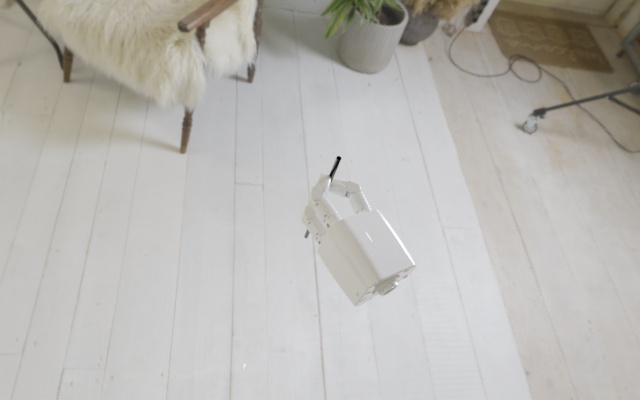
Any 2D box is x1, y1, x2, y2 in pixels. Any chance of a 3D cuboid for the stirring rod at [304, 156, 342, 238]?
[{"bbox_3d":[0.000,0.003,0.801,0.011,0.011,0.240,0,-33,-16],"label":"stirring rod"}]
